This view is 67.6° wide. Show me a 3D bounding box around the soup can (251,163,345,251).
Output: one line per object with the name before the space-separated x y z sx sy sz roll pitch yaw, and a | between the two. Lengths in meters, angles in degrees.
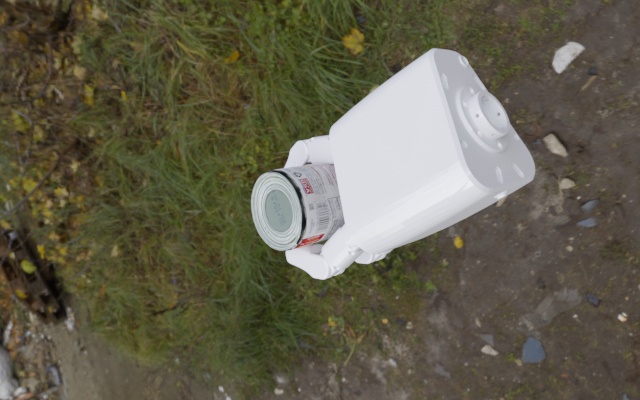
soup can | 0.000 0.002 0.416 0.102 0.068 0.068 -12 8 -43
